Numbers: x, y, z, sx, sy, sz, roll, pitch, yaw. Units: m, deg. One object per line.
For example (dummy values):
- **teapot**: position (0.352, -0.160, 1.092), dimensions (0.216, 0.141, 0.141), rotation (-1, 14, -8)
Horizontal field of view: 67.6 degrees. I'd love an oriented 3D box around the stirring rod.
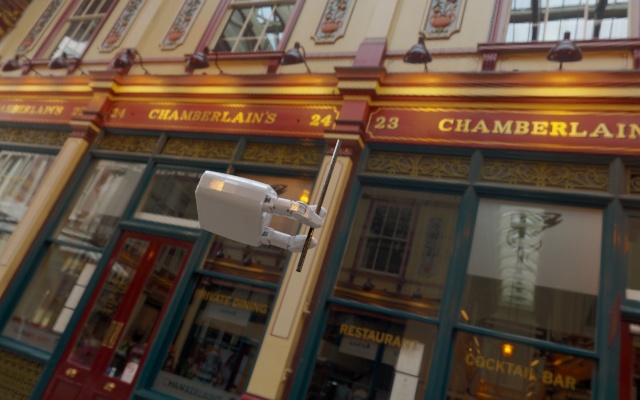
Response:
- **stirring rod**: position (0.000, 0.003, 0.769), dimensions (0.011, 0.239, 0.011), rotation (15, -24, 7)
